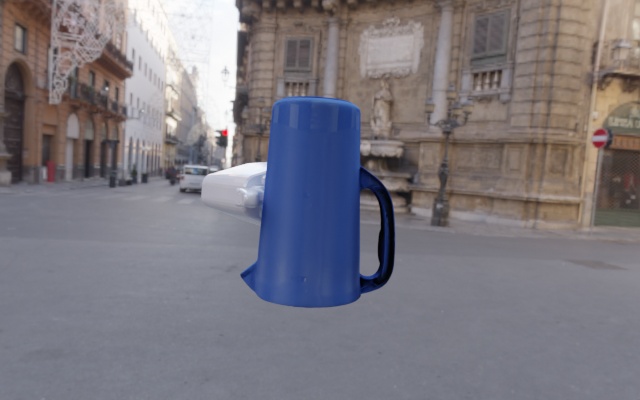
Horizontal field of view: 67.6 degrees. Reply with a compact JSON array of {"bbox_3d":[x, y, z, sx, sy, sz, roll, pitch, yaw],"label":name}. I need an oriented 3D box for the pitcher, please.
[{"bbox_3d":[0.000,0.002,0.589,0.145,0.243,0.149,7,5,45],"label":"pitcher"}]
